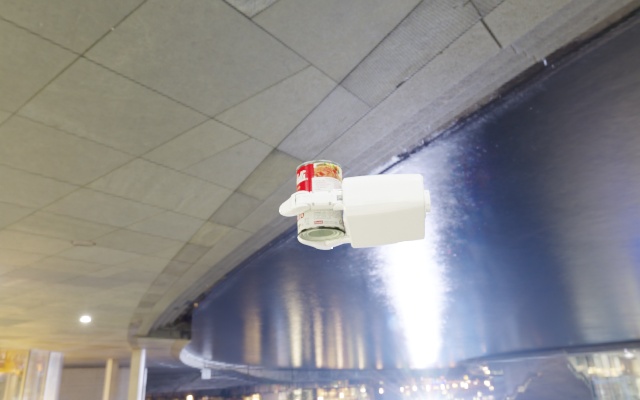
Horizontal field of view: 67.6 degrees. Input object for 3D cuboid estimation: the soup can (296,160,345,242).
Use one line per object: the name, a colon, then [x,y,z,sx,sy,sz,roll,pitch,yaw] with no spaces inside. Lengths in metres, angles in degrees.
soup can: [0.000,0.003,0.688,0.068,0.102,0.068,-2,-20,-1]
